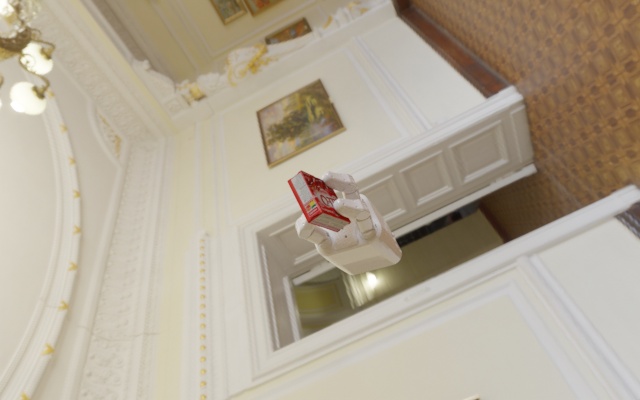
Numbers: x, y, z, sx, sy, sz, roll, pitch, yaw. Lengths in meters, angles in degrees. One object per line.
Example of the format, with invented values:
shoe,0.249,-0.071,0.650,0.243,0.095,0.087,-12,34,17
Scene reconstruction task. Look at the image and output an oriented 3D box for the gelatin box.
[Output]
gelatin box,0.000,0.002,0.681,0.030,0.073,0.089,-37,-28,19
